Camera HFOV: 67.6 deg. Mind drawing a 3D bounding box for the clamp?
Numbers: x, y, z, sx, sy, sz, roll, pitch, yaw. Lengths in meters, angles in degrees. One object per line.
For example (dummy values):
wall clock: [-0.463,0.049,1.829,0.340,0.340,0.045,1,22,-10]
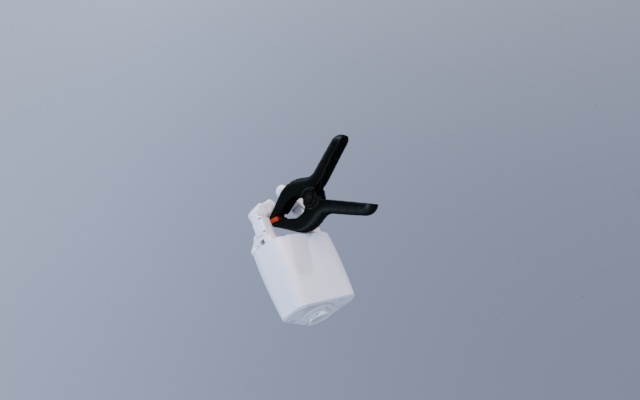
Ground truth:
clamp: [0.000,0.002,0.674,0.171,0.120,0.039,-41,-29,26]
